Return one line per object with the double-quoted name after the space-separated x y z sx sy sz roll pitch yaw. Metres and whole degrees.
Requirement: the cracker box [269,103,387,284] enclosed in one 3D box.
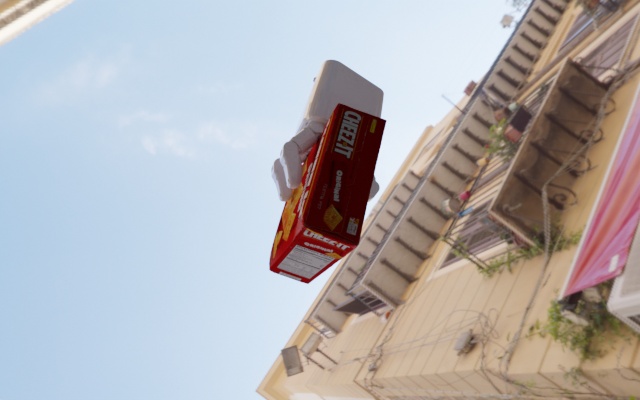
0.000 0.002 0.616 0.072 0.164 0.214 19 -25 -9 "cracker box"
